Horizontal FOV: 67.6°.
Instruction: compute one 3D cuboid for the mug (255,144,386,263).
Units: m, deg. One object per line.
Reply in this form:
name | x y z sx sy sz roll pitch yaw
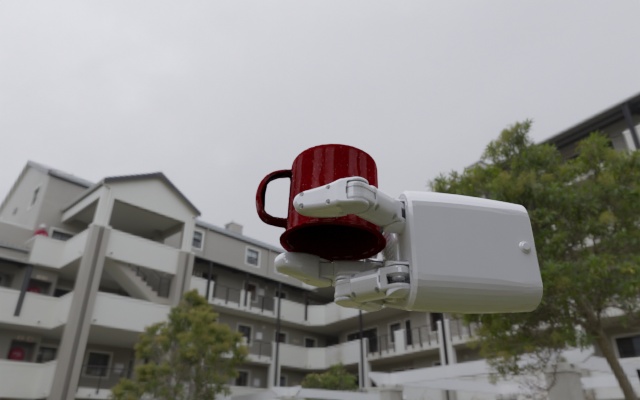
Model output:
mug | -0.001 0.001 0.432 0.117 0.081 0.093 6 -27 -7
